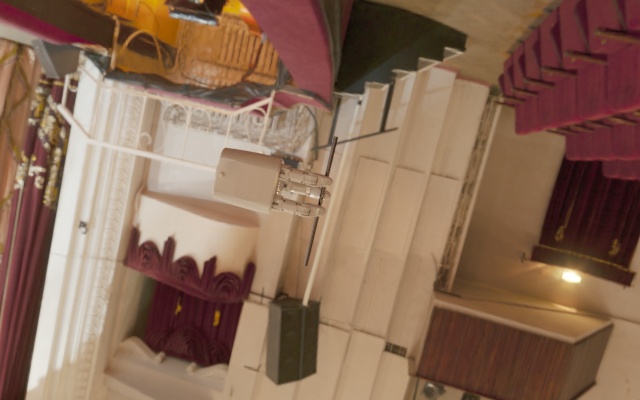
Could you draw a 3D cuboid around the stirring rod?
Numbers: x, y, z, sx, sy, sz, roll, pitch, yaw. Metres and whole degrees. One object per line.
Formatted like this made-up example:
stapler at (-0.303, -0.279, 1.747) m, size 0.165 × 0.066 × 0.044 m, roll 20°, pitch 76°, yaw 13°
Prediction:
stirring rod at (0.000, 0.003, 0.860) m, size 0.011 × 0.239 × 0.011 m, roll 13°, pitch 7°, yaw -2°
